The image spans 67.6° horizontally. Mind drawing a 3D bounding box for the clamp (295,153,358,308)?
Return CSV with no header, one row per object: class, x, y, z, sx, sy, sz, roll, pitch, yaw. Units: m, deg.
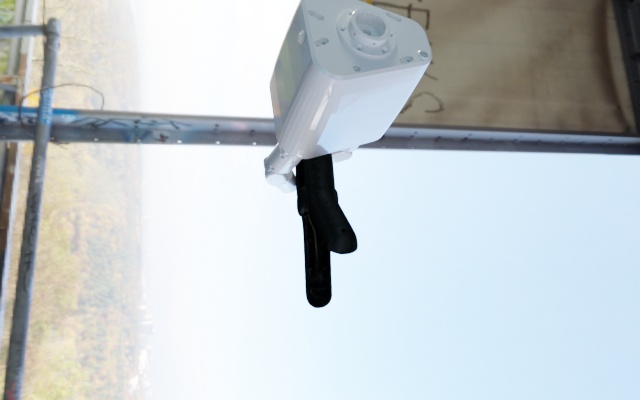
clamp,0.001,0.001,0.437,0.039,0.171,0.120,0,-26,-20
